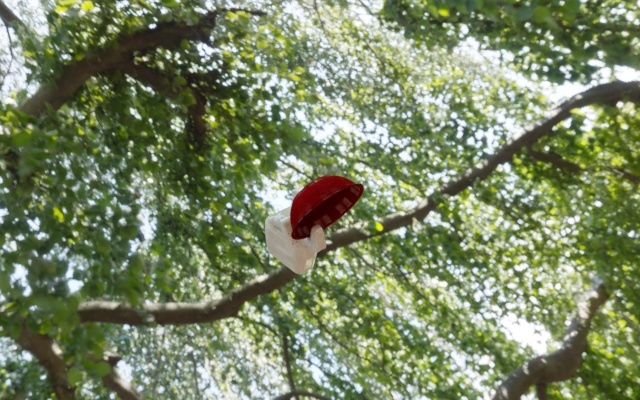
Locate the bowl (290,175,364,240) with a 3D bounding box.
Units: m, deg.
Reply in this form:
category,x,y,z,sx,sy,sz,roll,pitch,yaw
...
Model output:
category,x,y,z,sx,sy,sz,roll,pitch,yaw
bowl,0.000,0.002,0.880,0.162,0.055,0.162,-32,-17,-11
